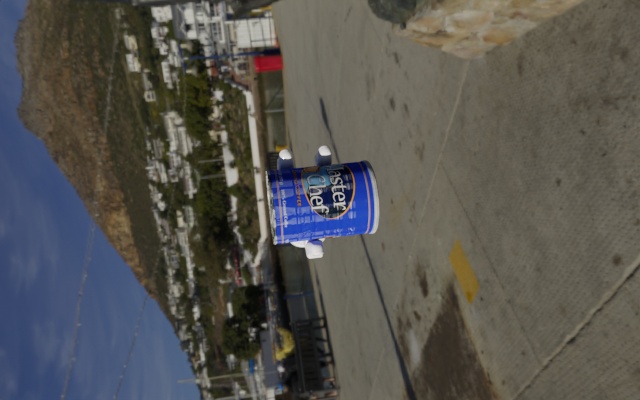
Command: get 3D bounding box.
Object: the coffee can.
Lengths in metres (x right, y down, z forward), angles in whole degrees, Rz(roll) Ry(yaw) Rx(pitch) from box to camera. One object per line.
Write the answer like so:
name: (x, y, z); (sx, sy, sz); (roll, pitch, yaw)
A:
coffee can: (0.000, 0.002, 0.657); (0.140, 0.103, 0.103); (-6, 1, -8)
